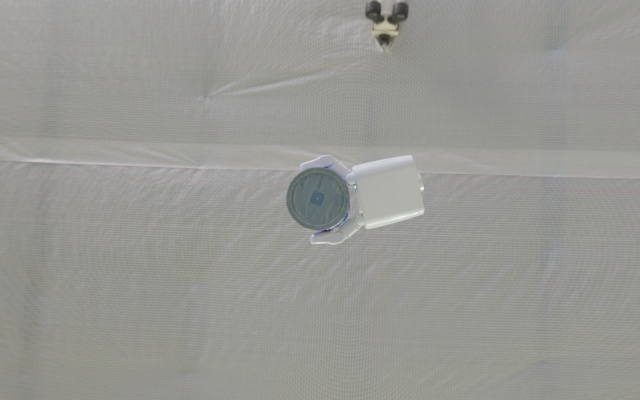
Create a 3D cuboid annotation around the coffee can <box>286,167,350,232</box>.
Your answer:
[{"bbox_3d":[0.000,0.003,0.832,0.103,0.103,0.140,0,-5,4],"label":"coffee can"}]
